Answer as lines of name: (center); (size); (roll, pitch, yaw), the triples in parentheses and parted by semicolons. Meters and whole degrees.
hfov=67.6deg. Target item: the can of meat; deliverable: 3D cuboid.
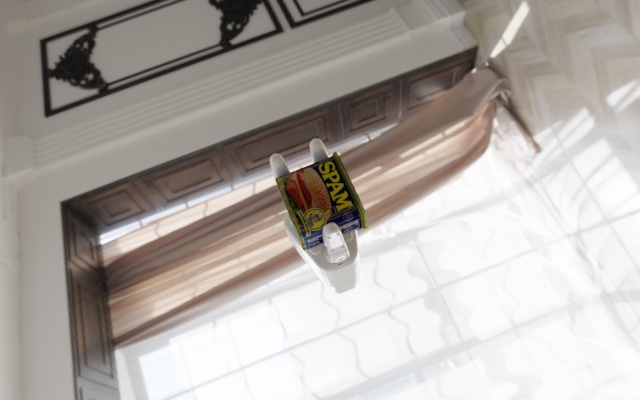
can of meat: (0.000, 0.002, 0.586); (0.084, 0.102, 0.057); (-22, -27, -3)
